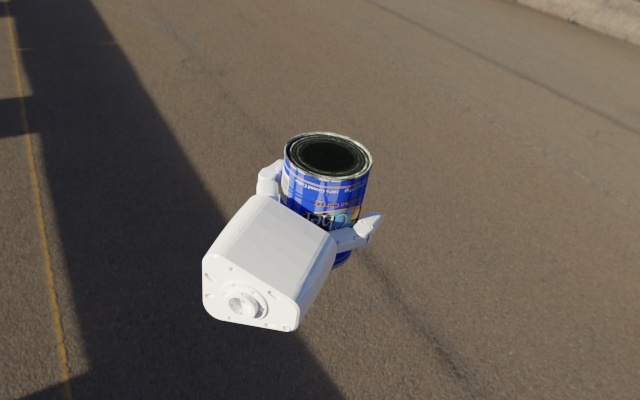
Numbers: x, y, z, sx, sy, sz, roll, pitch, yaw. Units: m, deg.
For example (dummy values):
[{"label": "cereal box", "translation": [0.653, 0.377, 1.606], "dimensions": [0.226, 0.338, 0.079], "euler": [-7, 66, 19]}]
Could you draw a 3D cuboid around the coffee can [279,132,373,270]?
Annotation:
[{"label": "coffee can", "translation": [0.000, 0.002, 0.586], "dimensions": [0.103, 0.140, 0.102], "euler": [6, 37, -5]}]
